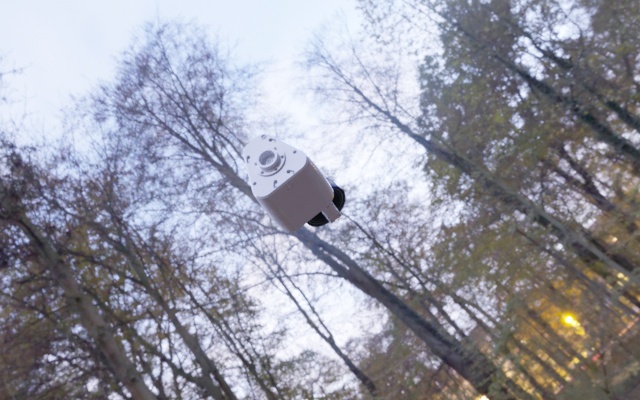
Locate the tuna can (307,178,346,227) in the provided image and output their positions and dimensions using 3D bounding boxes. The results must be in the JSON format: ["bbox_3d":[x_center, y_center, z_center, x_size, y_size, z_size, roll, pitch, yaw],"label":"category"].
[{"bbox_3d":[0.000,0.002,0.835,0.086,0.086,0.033,0,35,-42],"label":"tuna can"}]
